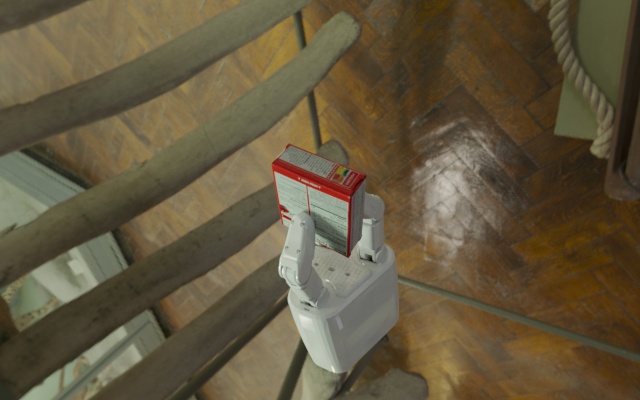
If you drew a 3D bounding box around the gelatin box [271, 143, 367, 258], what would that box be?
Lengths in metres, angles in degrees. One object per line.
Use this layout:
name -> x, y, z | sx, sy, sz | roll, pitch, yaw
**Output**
gelatin box -> 0.000, 0.001, 0.407 | 0.073, 0.030, 0.089 | 24, -33, 20
